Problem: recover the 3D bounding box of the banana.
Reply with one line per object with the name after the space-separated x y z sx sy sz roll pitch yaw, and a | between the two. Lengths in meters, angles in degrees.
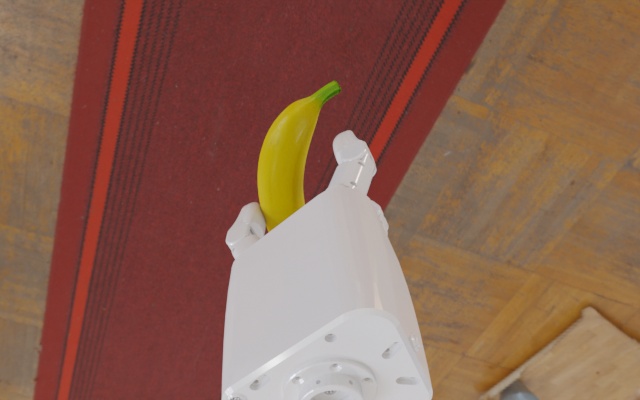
-0.018 -0.001 0.409 0.069 0.198 0.037 -3 32 -8 | banana
